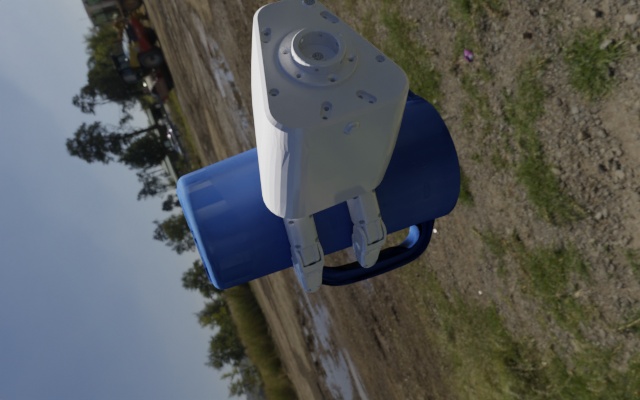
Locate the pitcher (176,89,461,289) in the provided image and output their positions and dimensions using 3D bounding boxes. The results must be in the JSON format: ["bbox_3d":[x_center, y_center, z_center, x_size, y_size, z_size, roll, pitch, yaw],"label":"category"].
[{"bbox_3d":[0.000,0.001,0.457,0.243,0.149,0.145,-20,-24,-15],"label":"pitcher"}]
